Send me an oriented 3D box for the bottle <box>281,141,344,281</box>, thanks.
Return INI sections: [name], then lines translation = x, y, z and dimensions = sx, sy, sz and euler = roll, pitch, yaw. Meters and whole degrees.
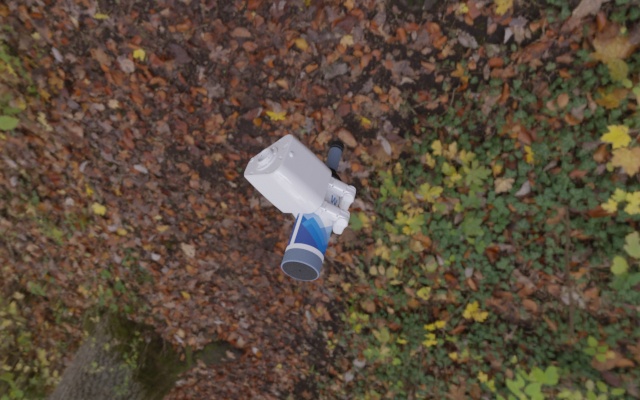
[bottle]
translation = 0.000, 0.003, 0.882
dimensions = 0.069, 0.295, 0.069
euler = 11, -36, 8
